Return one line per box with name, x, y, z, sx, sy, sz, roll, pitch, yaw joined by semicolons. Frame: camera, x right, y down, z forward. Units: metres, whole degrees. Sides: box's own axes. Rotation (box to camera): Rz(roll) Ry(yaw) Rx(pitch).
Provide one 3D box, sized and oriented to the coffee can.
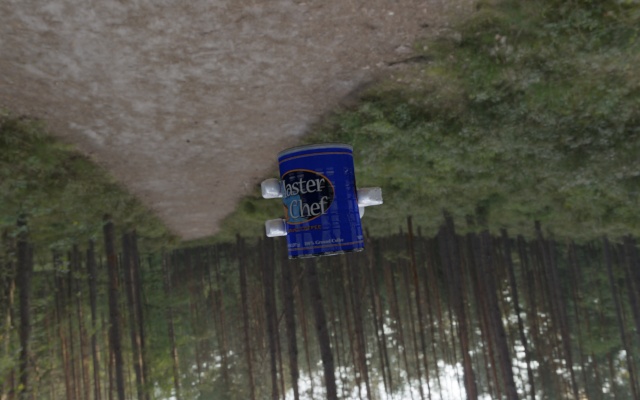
coffee can;0.000;0.002;0.639;0.103;0.140;0.103;-7;-5;-1
